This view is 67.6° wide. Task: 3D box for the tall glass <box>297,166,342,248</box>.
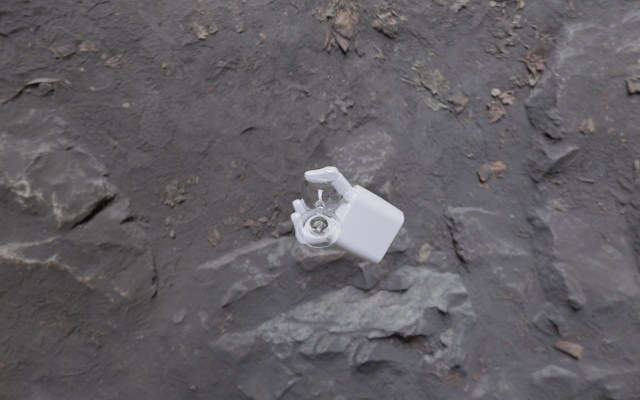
[{"bbox_3d":[0.000,0.003,0.872,0.079,0.079,0.201,0,26,1],"label":"tall glass"}]
